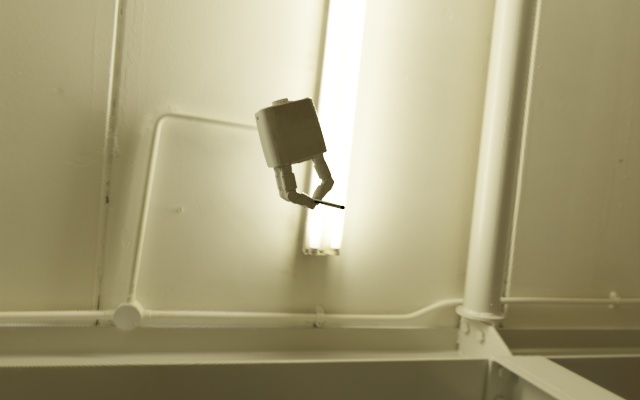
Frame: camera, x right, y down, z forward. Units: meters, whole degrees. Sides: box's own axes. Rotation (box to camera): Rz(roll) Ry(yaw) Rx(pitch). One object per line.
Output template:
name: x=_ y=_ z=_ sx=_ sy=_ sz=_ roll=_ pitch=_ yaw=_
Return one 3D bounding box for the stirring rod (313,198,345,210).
stirring rod: x=0.000 y=0.003 z=0.836 sx=0.011 sy=0.011 sz=0.239 roll=0 pitch=4 yaw=-16
